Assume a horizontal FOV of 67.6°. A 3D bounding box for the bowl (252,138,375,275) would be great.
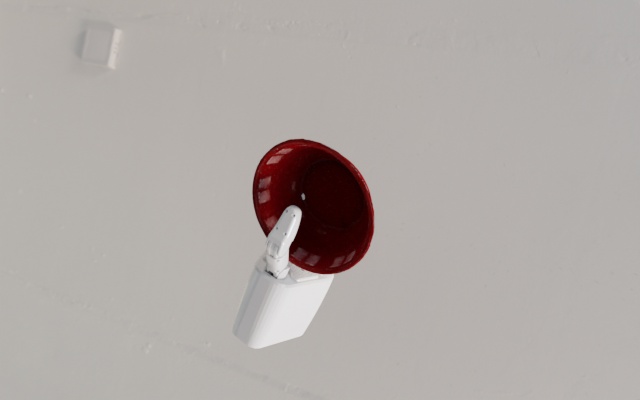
[{"bbox_3d":[0.001,0.001,0.554,0.162,0.162,0.055,0,19,34],"label":"bowl"}]
